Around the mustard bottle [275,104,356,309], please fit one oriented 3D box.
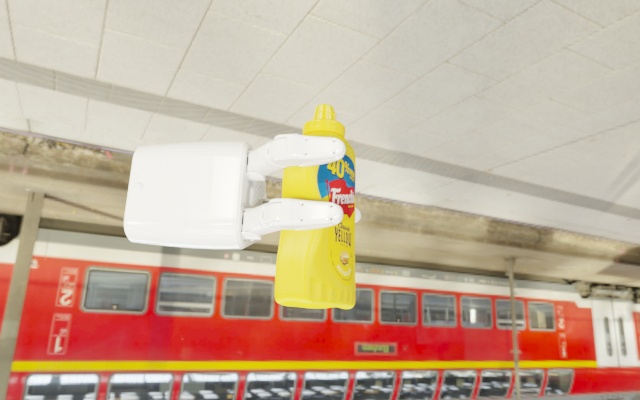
[{"bbox_3d":[0.000,0.002,0.443,0.058,0.191,0.096,-6,-17,29],"label":"mustard bottle"}]
